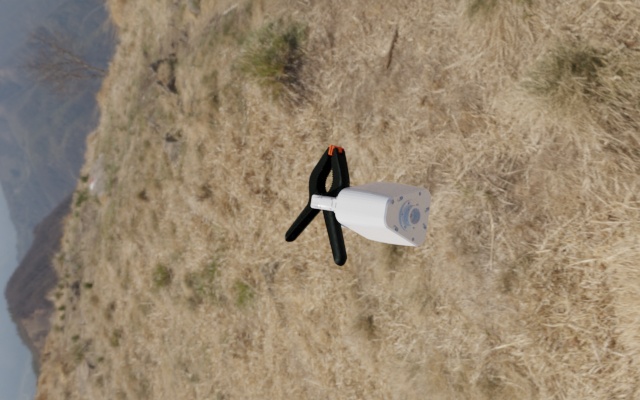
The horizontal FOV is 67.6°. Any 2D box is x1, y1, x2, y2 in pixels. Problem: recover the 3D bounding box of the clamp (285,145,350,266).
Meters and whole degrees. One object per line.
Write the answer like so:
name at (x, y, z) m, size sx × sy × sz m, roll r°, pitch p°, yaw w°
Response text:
clamp at (0.000, 0.002, 0.881) m, size 0.036 × 0.210 × 0.164 m, roll 8°, pitch 0°, yaw -43°
